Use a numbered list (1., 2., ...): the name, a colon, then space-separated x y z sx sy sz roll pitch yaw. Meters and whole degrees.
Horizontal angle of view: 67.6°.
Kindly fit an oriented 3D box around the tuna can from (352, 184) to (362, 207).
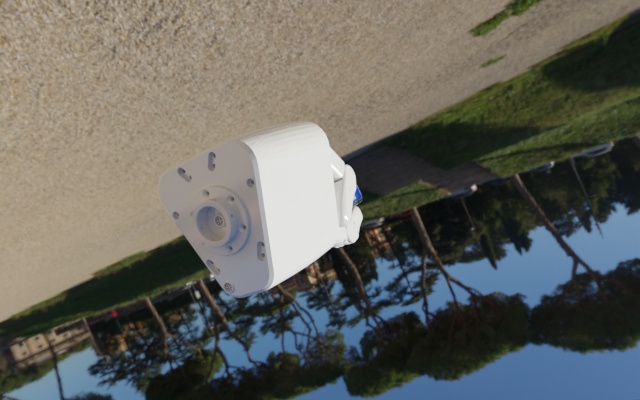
1. tuna can: 0.000 0.002 0.502 0.086 0.034 0.086 -26 4 2
